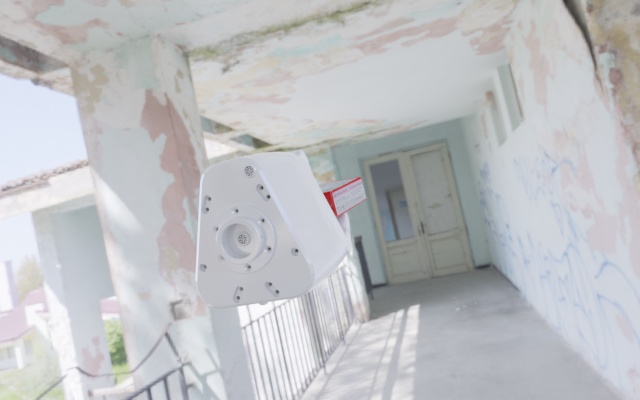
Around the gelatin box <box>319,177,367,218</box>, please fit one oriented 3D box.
[{"bbox_3d":[0.000,0.001,0.521,0.073,0.030,0.089,-11,9,28],"label":"gelatin box"}]
